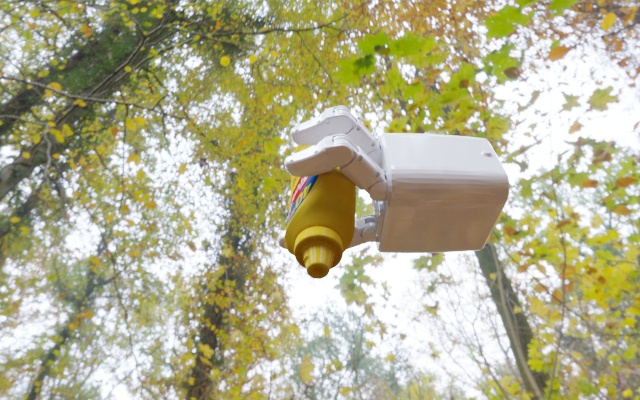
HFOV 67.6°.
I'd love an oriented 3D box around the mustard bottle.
[{"bbox_3d":[0.000,0.001,0.454,0.058,0.096,0.191,21,33,-14],"label":"mustard bottle"}]
